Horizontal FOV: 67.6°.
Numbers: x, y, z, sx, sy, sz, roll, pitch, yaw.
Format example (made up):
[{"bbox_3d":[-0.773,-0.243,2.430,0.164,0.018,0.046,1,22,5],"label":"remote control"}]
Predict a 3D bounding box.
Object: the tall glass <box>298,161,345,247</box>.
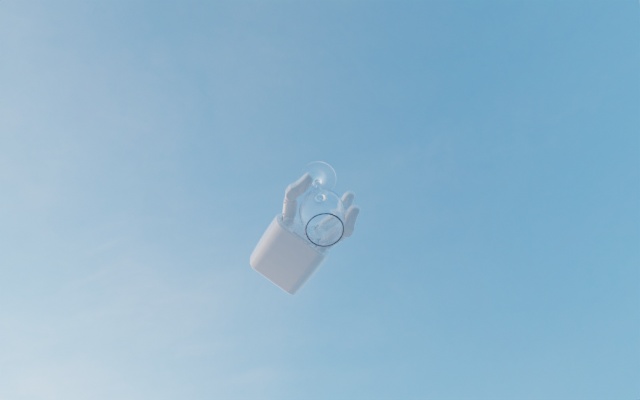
[{"bbox_3d":[0.000,0.002,0.842,0.079,0.079,0.201,0,26,-4],"label":"tall glass"}]
